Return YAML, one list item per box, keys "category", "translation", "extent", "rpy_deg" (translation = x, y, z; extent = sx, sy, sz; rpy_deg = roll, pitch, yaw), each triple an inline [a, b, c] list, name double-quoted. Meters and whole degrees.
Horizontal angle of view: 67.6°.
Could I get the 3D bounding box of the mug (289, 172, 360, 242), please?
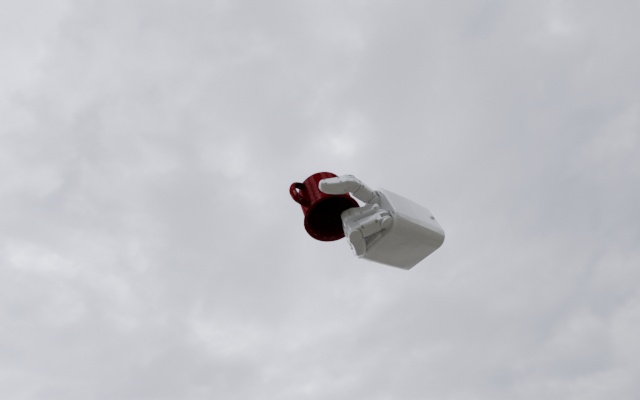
- category: "mug"
  translation: [-0.001, 0.002, 0.770]
  extent: [0.117, 0.093, 0.081]
  rpy_deg: [20, 26, -27]
